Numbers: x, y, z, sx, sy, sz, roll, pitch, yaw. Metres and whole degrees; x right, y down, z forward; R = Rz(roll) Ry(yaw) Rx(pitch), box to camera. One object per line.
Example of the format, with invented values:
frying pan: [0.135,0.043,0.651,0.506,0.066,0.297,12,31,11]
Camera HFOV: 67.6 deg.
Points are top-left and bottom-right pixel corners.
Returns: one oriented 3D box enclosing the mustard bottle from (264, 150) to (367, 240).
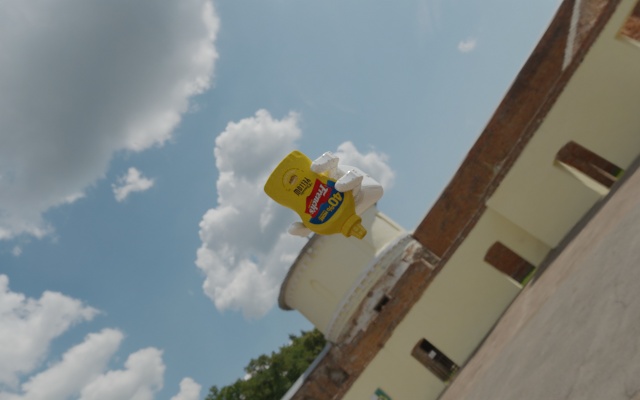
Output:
mustard bottle: [0.000,0.002,0.811,0.191,0.096,0.058,38,-5,20]
